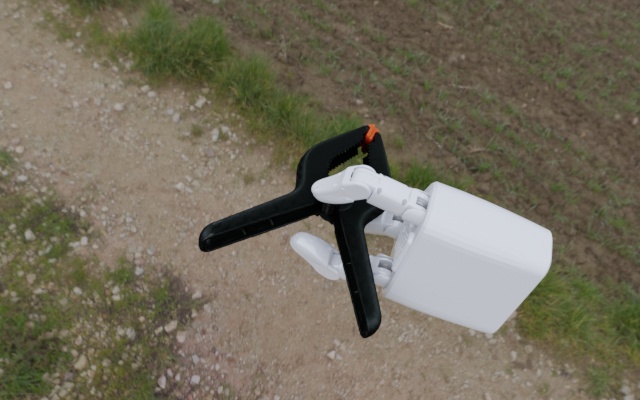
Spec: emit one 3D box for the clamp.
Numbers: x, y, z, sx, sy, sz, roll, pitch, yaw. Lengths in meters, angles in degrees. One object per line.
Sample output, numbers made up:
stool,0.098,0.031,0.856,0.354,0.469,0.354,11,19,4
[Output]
clamp,0.001,0.001,0.439,0.164,0.209,0.036,22,-35,0
